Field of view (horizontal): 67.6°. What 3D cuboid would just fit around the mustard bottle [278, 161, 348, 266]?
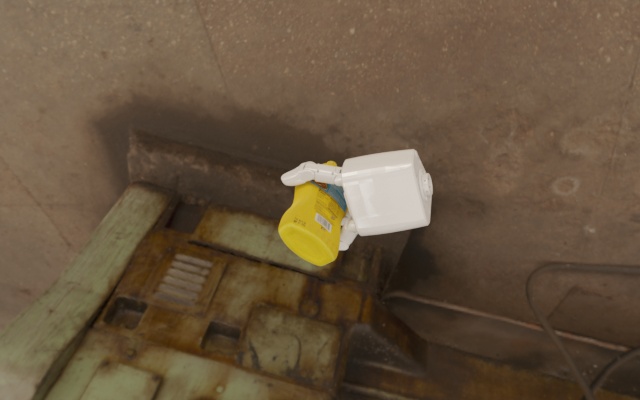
[{"bbox_3d":[0.000,0.003,0.749,0.096,0.191,0.058,40,-49,-21],"label":"mustard bottle"}]
